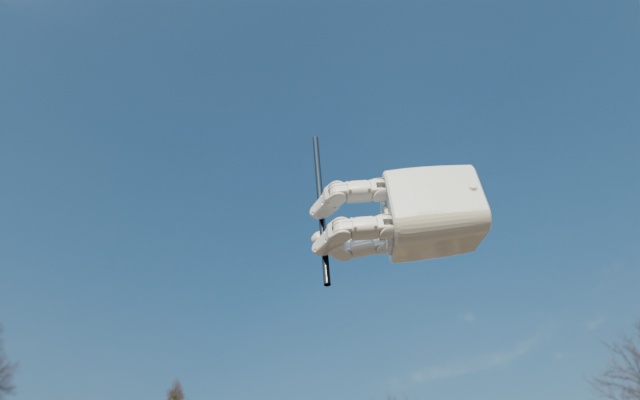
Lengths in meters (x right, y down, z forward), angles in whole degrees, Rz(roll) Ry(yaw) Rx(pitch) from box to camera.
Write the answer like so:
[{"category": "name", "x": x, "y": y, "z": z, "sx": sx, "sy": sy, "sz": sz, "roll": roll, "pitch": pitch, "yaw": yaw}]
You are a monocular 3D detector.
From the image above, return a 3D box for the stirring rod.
[{"category": "stirring rod", "x": 0.000, "y": 0.002, "z": 0.607, "sx": 0.011, "sy": 0.239, "sz": 0.011, "roll": -3, "pitch": -40, "yaw": -2}]
